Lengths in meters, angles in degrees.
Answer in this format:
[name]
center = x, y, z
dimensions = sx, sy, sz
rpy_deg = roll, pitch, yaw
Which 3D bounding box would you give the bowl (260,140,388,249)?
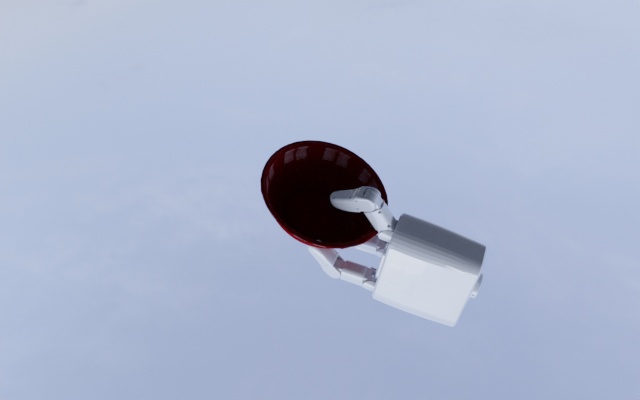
[bowl]
center = -0.001, 0.001, 0.598
dimensions = 0.162, 0.162, 0.055
rpy_deg = 0, -35, -20
